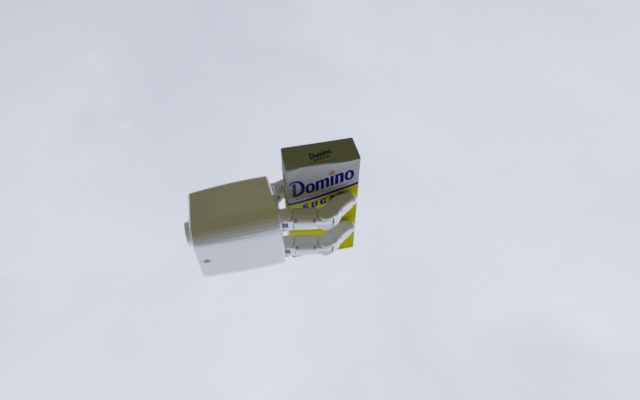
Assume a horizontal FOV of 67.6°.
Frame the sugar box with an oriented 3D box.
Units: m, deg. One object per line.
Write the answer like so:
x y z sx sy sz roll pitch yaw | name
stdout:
0.000 0.003 0.629 0.093 0.048 0.176 -10 -39 -8 | sugar box
